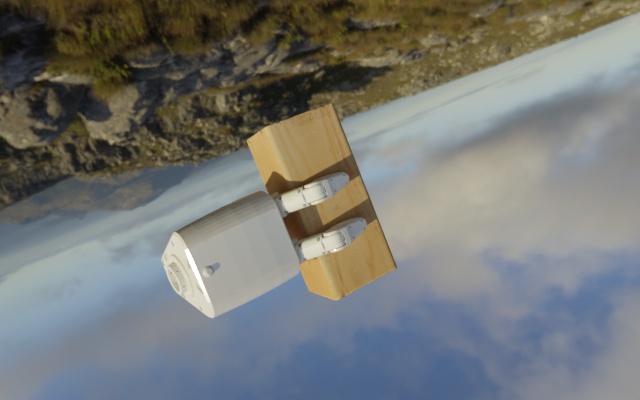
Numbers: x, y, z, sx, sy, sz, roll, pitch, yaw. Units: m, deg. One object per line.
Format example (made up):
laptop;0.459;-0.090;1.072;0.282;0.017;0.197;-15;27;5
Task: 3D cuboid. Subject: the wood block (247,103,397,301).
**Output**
wood block;0.000;0.002;0.574;0.090;0.206;0.091;-24;7;-22
